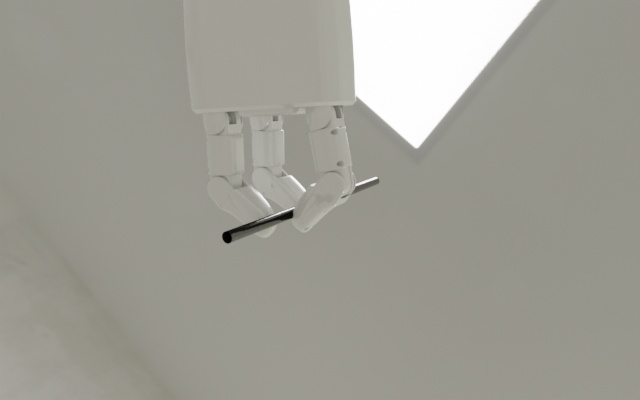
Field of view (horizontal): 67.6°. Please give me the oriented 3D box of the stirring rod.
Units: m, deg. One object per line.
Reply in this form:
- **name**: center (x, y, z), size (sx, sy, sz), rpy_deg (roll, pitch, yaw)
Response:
- **stirring rod**: center (0.000, 0.001, 0.401), size (0.011, 0.011, 0.239), rpy_deg (0, 10, 30)
